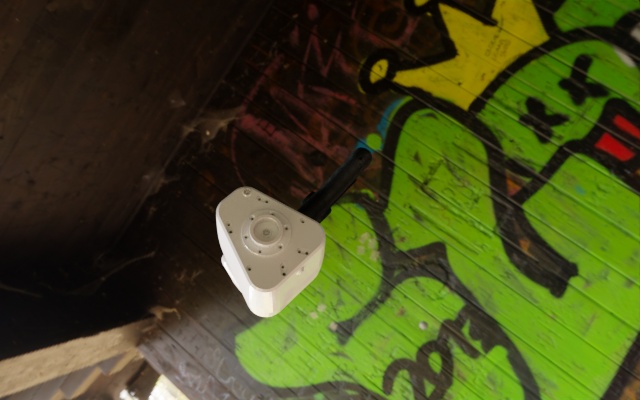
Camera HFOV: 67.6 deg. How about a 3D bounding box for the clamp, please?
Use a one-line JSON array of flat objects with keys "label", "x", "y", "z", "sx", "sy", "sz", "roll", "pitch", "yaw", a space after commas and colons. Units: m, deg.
[{"label": "clamp", "x": 0.000, "y": 0.002, "z": 0.597, "sx": 0.039, "sy": 0.171, "sz": 0.120, "roll": 40, "pitch": -21, "yaw": 8}]
